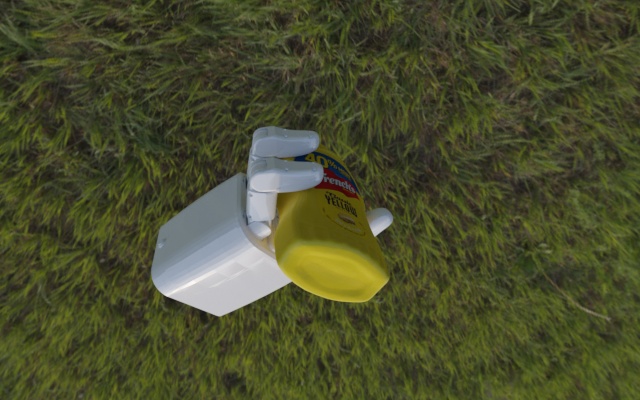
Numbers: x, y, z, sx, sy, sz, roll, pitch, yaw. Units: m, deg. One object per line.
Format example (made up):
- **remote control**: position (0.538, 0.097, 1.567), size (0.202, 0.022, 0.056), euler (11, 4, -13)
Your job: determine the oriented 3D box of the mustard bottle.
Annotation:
- **mustard bottle**: position (0.000, 0.001, 0.446), size (0.096, 0.058, 0.191), euler (24, 29, -25)
